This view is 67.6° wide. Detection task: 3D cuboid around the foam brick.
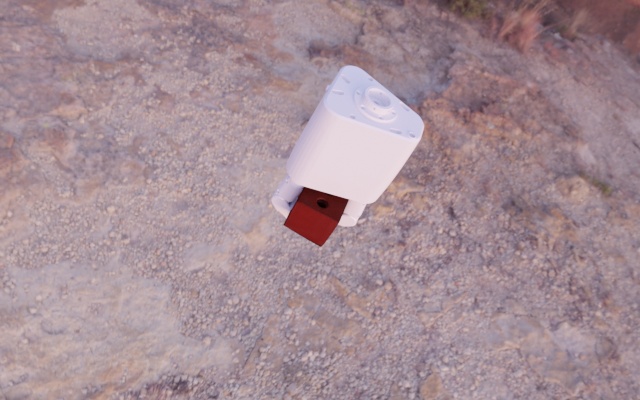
[{"bbox_3d":[0.000,0.002,0.554,0.053,0.078,0.051,29,-42,-4],"label":"foam brick"}]
